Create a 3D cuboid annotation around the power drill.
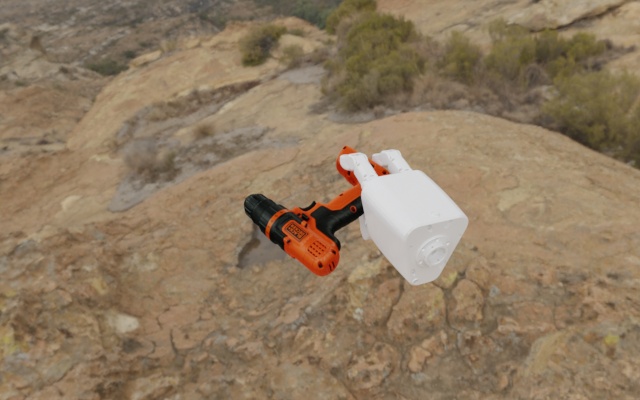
[{"bbox_3d":[0.001,0.002,0.710,0.184,0.187,0.057,37,-21,31],"label":"power drill"}]
